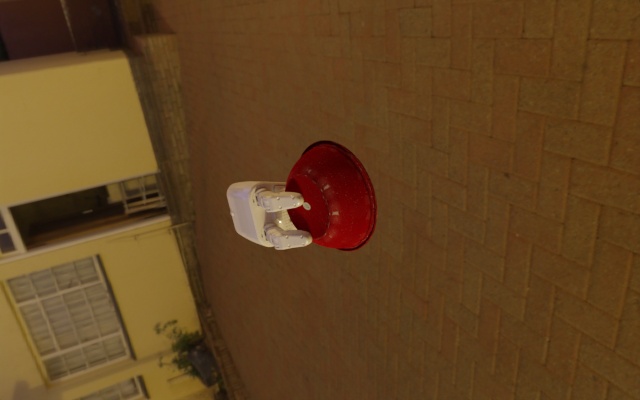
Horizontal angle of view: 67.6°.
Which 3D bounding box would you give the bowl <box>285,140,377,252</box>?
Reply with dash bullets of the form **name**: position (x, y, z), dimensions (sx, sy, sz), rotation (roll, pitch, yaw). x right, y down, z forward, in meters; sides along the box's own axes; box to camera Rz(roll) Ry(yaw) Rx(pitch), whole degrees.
- **bowl**: position (0.001, 0.002, 0.652), dimensions (0.055, 0.162, 0.162), rotation (-21, 13, -39)
